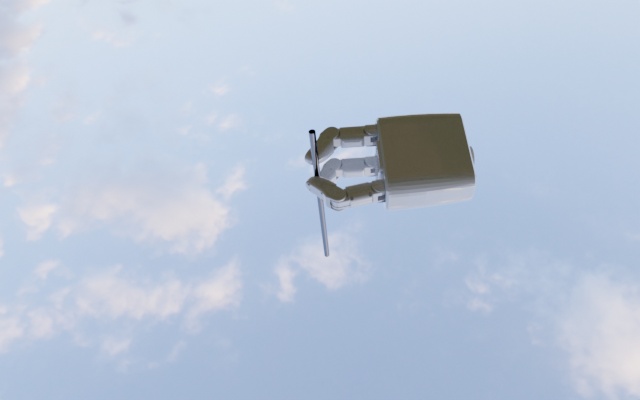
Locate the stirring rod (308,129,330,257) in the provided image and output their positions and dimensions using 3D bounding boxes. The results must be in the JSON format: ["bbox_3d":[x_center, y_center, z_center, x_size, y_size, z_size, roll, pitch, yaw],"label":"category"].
[{"bbox_3d":[0.000,0.002,0.624,0.011,0.011,0.240,0,-41,6],"label":"stirring rod"}]
